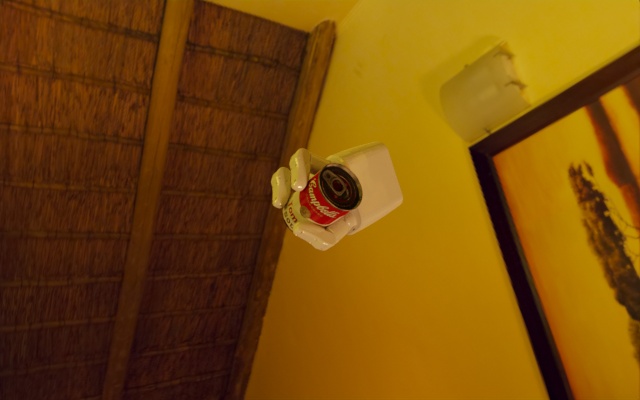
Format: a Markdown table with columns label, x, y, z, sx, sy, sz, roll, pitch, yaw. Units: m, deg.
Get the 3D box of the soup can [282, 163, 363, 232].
| label | x | y | z | sx | sy | sz | roll | pitch | yaw |
| --- | --- | --- | --- | --- | --- | --- | --- | --- | --- |
| soup can | 0.000 | 0.003 | 0.648 | 0.068 | 0.068 | 0.102 | 0 | -24 | -35 |
